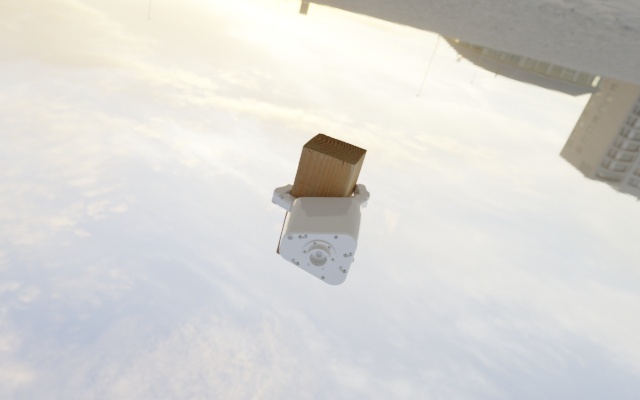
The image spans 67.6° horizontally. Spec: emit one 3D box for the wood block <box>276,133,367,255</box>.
[{"bbox_3d":[0.000,0.003,0.815,0.091,0.206,0.090,21,27,10],"label":"wood block"}]
